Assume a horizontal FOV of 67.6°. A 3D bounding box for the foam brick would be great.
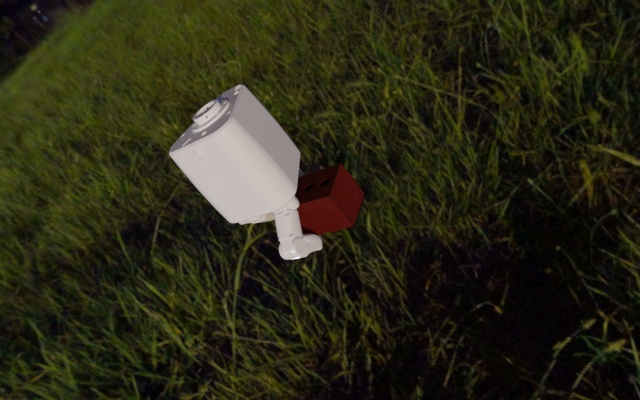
[{"bbox_3d":[0.000,0.002,0.537,0.078,0.051,0.053,-16,35,33],"label":"foam brick"}]
